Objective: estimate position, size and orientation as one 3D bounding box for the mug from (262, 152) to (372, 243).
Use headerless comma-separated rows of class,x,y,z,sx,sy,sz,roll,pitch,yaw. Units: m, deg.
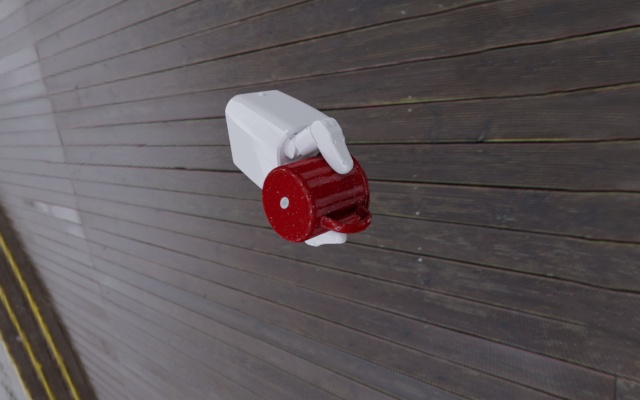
mug,0.001,0.002,0.502,0.081,0.093,0.117,-19,43,-42
